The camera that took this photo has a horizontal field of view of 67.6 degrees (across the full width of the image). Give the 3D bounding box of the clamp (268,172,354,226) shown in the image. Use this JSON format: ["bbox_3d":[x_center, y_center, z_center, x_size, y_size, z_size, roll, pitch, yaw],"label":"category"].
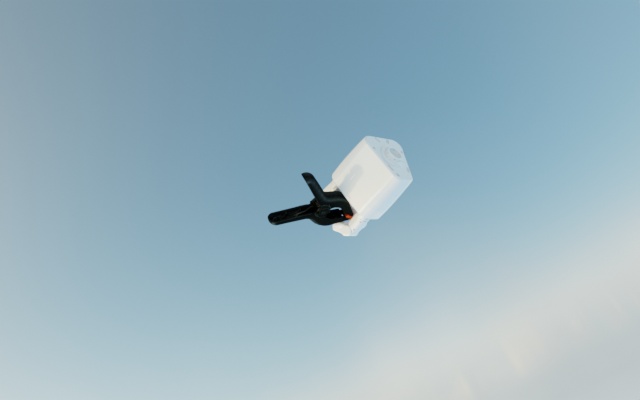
[{"bbox_3d":[0.000,0.003,0.861,0.171,0.039,0.120,3,-40,-39],"label":"clamp"}]
